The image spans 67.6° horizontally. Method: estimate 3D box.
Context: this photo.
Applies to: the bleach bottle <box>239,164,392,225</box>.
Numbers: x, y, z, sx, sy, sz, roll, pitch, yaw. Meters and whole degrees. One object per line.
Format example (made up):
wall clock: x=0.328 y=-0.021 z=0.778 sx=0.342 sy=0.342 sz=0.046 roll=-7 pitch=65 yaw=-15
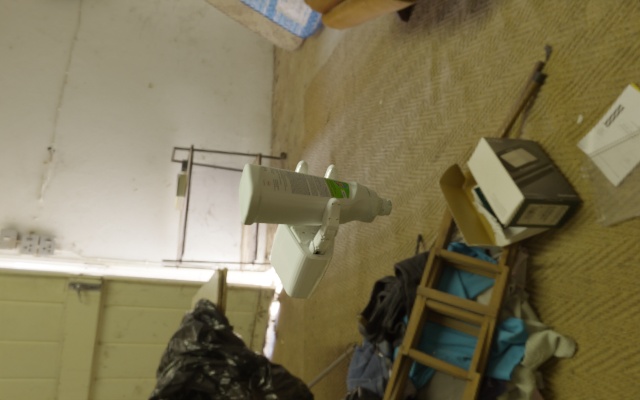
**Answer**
bleach bottle: x=0.000 y=0.002 z=0.768 sx=0.251 sy=0.068 sz=0.102 roll=7 pitch=37 yaw=-20
